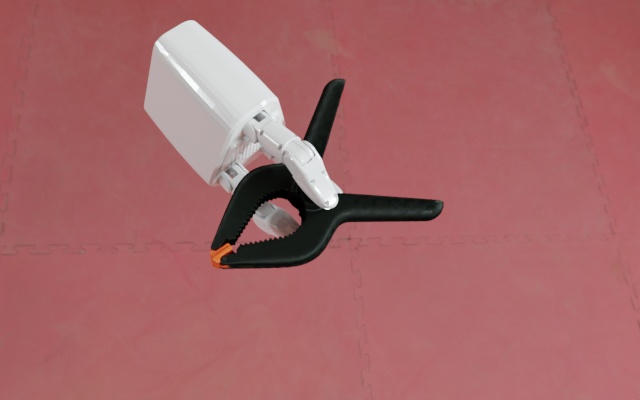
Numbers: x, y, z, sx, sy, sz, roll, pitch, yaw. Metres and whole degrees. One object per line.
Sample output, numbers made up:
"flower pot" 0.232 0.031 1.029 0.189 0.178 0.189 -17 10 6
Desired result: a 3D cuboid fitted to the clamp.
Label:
"clamp" 0.000 0.001 0.423 0.210 0.164 0.036 -41 -7 -21
